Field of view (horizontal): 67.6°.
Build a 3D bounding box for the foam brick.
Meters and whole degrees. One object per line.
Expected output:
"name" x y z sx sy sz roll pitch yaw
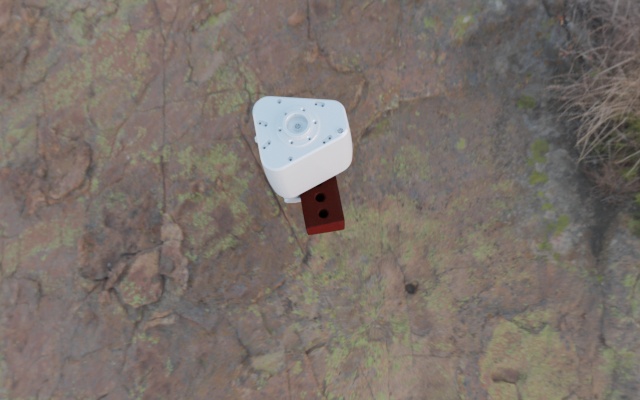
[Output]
"foam brick" 0.000 0.002 0.645 0.053 0.078 0.051 -11 -15 -1
